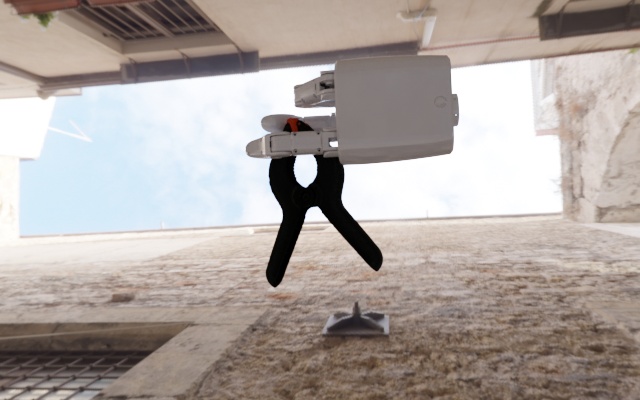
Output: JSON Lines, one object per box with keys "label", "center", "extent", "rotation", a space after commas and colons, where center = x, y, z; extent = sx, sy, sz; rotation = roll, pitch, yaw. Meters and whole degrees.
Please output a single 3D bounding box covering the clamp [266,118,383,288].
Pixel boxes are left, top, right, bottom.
{"label": "clamp", "center": [0.000, 0.001, 0.480], "extent": [0.120, 0.171, 0.039], "rotation": [-2, 0, 9]}
